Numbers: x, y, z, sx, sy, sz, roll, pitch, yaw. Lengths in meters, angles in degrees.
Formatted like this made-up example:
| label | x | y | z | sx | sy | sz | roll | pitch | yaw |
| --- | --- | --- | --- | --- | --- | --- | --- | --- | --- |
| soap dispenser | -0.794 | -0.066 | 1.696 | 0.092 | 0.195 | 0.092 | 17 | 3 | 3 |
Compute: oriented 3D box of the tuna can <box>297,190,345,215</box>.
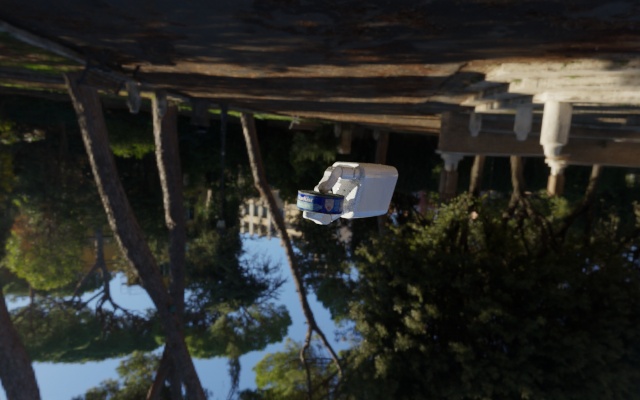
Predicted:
| label | x | y | z | sx | sy | sz | roll | pitch | yaw |
| --- | --- | --- | --- | --- | --- | --- | --- | --- | --- |
| tuna can | 0.000 | 0.003 | 0.878 | 0.086 | 0.034 | 0.086 | 7 | 5 | -1 |
